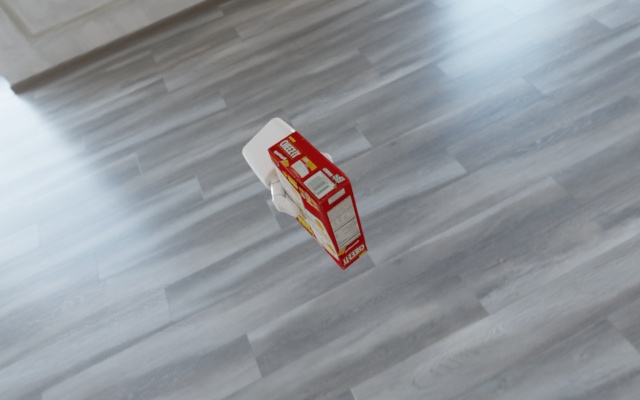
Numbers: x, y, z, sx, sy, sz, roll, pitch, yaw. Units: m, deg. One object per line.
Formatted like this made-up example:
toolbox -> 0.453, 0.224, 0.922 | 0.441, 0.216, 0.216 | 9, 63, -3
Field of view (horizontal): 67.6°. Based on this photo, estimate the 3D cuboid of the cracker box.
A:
cracker box -> 0.000, 0.003, 0.857 | 0.072, 0.214, 0.164 | -35, 53, -12
